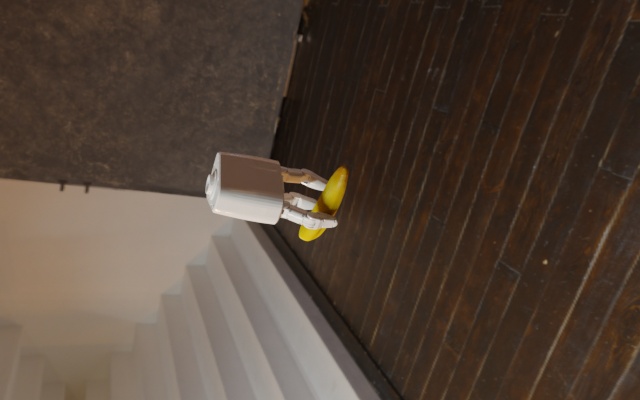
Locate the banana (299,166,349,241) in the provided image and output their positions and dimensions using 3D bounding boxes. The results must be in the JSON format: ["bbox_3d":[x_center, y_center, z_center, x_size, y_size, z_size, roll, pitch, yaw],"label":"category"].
[{"bbox_3d":[-0.001,0.020,0.841,0.037,0.069,0.198,13,-38,-18],"label":"banana"}]
